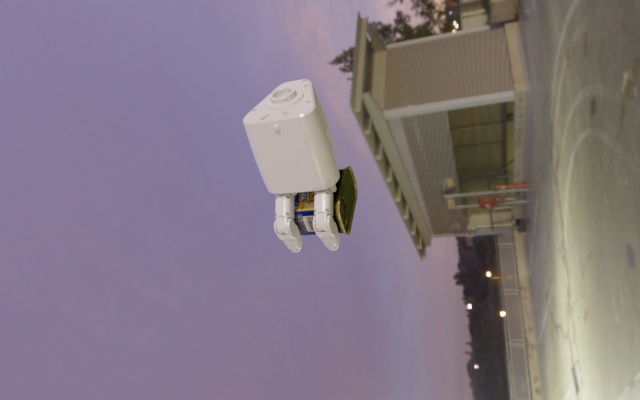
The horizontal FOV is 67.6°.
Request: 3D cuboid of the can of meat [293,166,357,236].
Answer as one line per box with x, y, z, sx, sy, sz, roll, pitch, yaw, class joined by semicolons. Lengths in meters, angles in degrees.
0.000;0.002;0.665;0.084;0.057;0.102;-5;41;19;can of meat
